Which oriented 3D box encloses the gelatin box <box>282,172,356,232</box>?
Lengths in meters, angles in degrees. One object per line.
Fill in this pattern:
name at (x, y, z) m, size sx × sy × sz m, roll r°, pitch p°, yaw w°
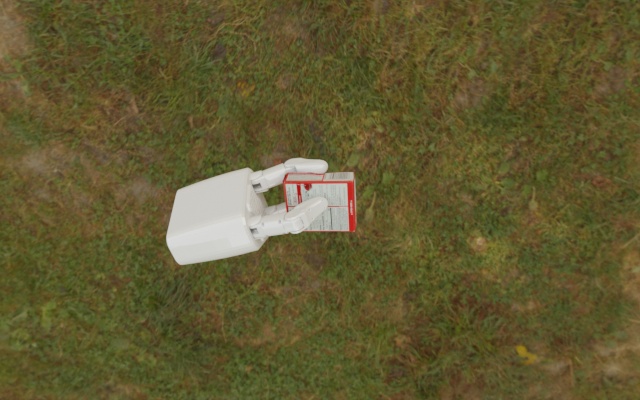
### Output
gelatin box at (0.000, 0.002, 0.605) m, size 0.089 × 0.073 × 0.030 m, roll 0°, pitch 29°, yaw 8°
